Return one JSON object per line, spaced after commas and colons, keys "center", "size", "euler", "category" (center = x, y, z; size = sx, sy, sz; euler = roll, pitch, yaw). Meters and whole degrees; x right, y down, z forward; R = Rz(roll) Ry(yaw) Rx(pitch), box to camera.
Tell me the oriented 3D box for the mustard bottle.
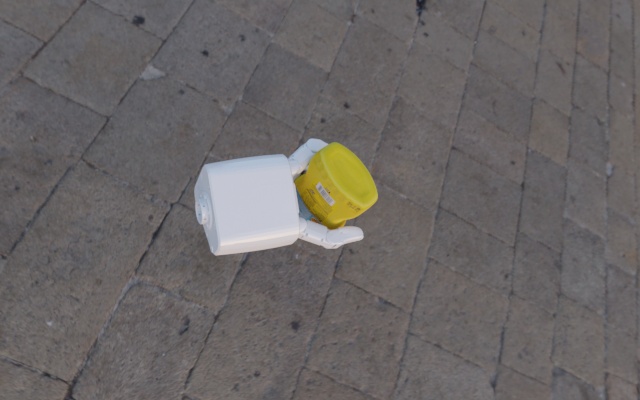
{"center": [0.000, 0.002, 0.674], "size": [0.058, 0.096, 0.192], "euler": [-37, -4, -32], "category": "mustard bottle"}
